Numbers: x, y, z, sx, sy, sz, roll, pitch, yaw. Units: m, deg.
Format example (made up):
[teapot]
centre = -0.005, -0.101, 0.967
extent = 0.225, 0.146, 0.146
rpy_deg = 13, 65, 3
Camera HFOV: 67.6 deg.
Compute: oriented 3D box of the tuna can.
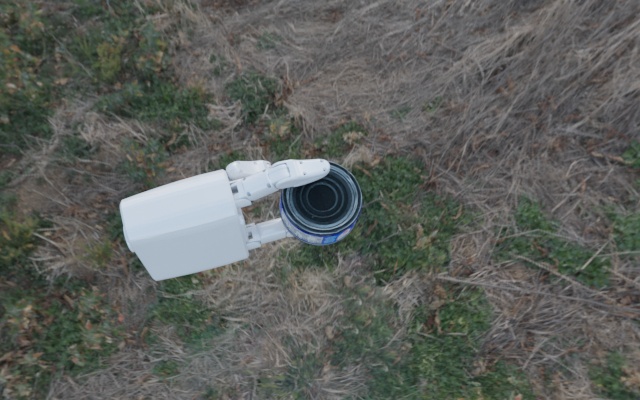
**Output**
[tuna can]
centre = 0.000, 0.001, 0.499
extent = 0.086, 0.086, 0.034
rpy_deg = 0, -22, -7
